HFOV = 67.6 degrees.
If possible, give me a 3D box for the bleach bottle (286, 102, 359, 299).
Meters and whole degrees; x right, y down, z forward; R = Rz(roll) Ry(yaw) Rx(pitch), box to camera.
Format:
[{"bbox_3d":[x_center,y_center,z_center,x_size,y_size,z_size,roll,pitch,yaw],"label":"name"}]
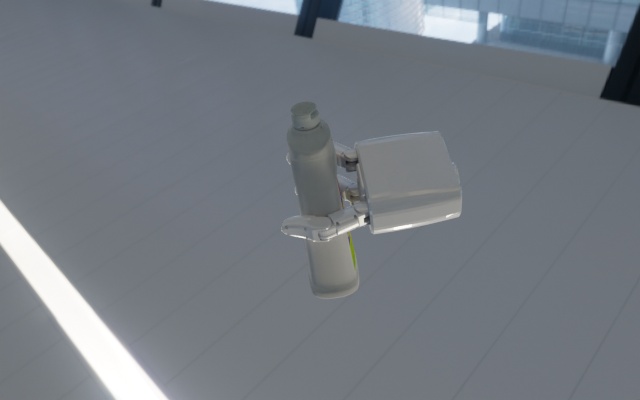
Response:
[{"bbox_3d":[0.000,0.002,0.583,0.068,0.251,0.102,-9,39,2],"label":"bleach bottle"}]
